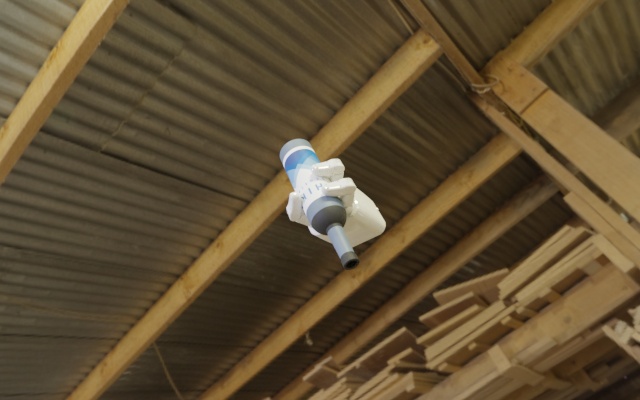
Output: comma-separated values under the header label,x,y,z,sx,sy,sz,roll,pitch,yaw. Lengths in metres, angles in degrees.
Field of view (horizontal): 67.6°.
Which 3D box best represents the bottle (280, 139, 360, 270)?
label,x,y,z,sx,sy,sz,roll,pitch,yaw
bottle,0.000,0.003,0.851,0.069,0.069,0.295,0,42,-27
